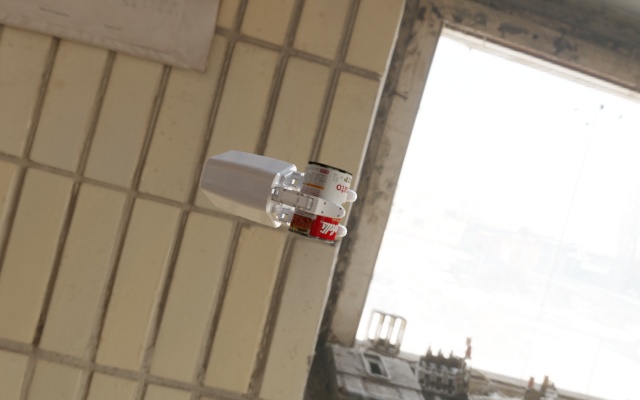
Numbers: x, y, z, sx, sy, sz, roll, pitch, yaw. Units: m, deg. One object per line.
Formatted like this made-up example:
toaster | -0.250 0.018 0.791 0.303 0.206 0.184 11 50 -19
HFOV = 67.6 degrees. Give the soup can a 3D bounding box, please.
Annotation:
soup can | 0.001 0.002 0.676 0.068 0.102 0.068 16 0 0
